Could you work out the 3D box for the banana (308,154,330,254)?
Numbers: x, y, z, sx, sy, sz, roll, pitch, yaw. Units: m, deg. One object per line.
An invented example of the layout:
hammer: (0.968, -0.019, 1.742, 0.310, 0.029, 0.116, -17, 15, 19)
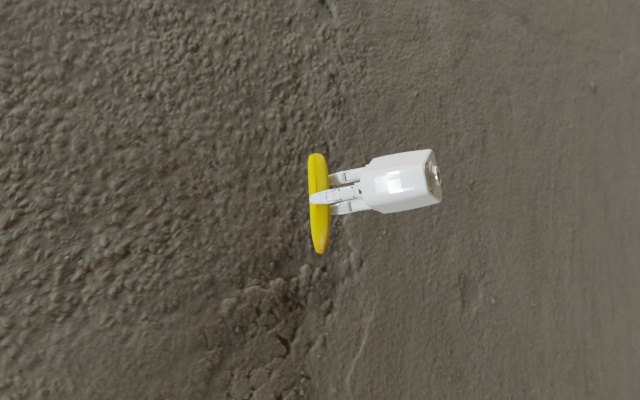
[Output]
banana: (-0.001, -0.007, 0.861, 0.037, 0.197, 0.070, -4, -20, 2)
